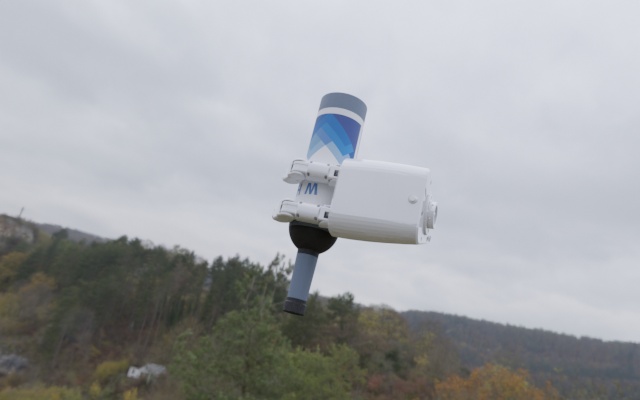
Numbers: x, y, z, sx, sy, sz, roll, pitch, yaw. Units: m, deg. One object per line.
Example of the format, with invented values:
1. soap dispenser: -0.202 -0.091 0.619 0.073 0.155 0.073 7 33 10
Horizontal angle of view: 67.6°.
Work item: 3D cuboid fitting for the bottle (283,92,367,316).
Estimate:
1. bottle: 0.000 0.002 0.628 0.069 0.295 0.069 12 -17 4
